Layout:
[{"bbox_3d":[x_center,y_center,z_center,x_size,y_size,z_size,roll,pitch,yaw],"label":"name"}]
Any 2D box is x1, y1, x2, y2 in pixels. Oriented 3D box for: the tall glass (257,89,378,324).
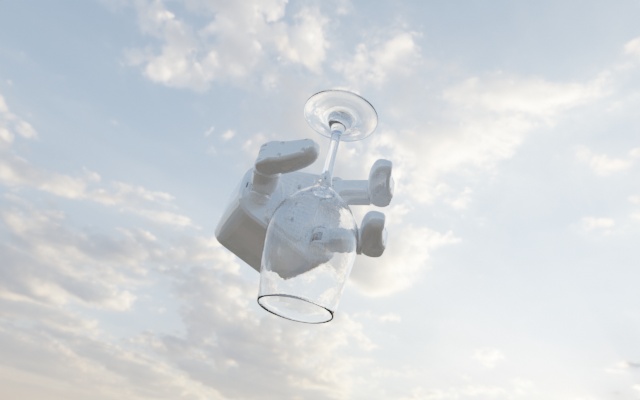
[{"bbox_3d":[0.000,0.001,0.420,0.079,0.201,0.079,10,-30,6],"label":"tall glass"}]
